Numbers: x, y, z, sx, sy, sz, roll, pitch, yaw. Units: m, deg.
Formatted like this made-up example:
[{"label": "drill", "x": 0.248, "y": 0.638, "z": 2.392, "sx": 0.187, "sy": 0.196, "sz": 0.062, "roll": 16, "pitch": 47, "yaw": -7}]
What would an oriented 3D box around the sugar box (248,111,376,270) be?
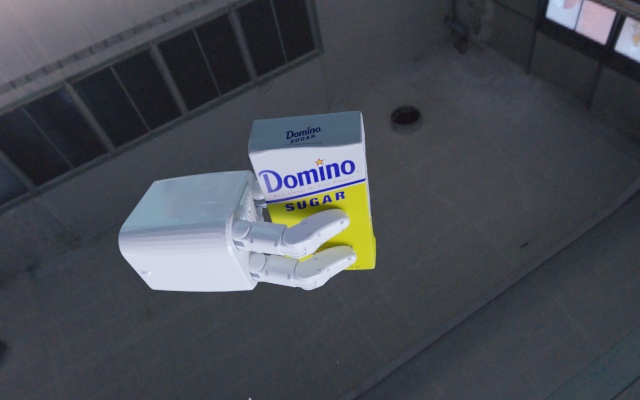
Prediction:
[{"label": "sugar box", "x": 0.000, "y": 0.002, "z": 0.443, "sx": 0.093, "sy": 0.048, "sz": 0.176, "roll": -4, "pitch": -39, "yaw": 8}]
